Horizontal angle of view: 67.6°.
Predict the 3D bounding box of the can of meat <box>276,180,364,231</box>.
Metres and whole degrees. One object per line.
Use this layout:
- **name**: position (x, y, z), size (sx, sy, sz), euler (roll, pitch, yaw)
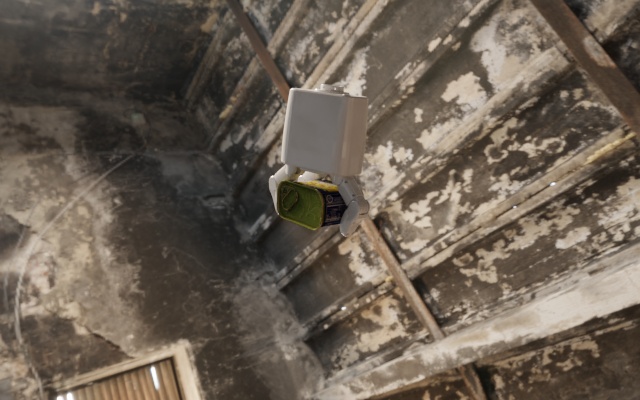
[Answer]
- **can of meat**: position (0.000, 0.002, 0.687), size (0.084, 0.057, 0.102), euler (-7, 16, -40)
